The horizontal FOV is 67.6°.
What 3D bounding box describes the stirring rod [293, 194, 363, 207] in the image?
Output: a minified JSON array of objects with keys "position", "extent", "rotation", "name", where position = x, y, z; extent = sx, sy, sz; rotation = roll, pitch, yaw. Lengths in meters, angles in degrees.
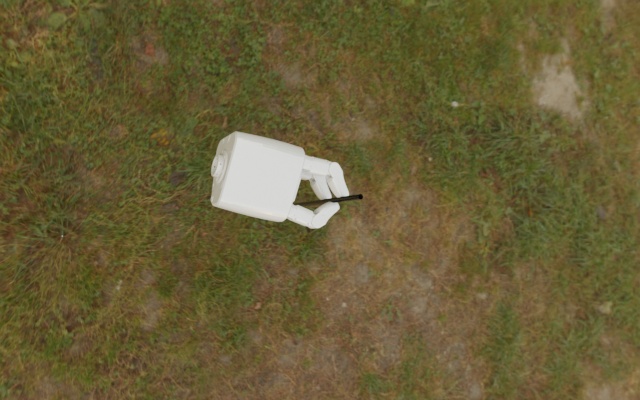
[{"position":[0.000,0.003,0.783],"extent":[0.011,0.011,0.239],"rotation":[0,-4,-28],"name":"stirring rod"}]
